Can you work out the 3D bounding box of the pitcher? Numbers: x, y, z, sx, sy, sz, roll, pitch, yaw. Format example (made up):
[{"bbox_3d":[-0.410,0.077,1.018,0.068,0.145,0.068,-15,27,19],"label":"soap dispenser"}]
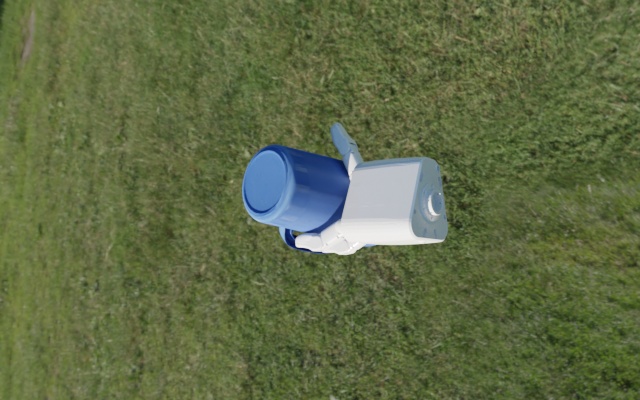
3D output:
[{"bbox_3d":[0.000,0.002,0.727,0.145,0.149,0.243,-4,-12,43],"label":"pitcher"}]
